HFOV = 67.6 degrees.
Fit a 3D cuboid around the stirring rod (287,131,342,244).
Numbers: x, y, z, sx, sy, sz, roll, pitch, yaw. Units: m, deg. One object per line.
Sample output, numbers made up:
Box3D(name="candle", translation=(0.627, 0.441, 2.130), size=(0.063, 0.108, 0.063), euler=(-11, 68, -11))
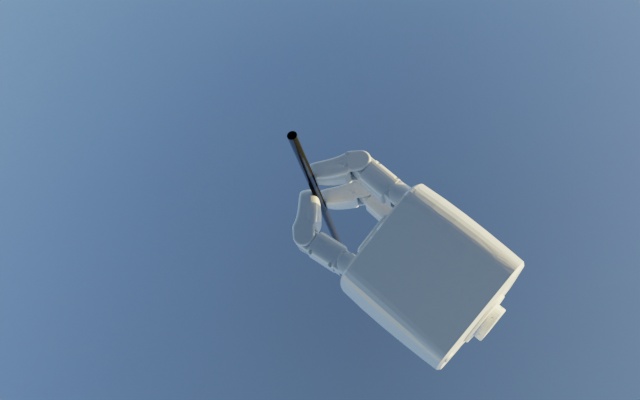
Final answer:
Box3D(name="stirring rod", translation=(0.000, 0.002, 0.471), size=(0.011, 0.011, 0.240), euler=(0, -25, 12))
